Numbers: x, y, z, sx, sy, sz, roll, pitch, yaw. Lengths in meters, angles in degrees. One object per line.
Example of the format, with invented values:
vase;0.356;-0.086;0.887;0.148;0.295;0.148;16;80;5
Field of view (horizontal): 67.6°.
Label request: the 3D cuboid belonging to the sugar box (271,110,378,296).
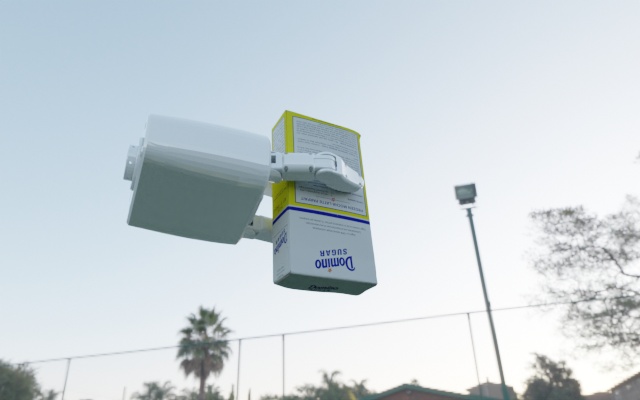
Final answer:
sugar box;0.000;0.002;0.475;0.093;0.176;0.048;12;-30;-25
